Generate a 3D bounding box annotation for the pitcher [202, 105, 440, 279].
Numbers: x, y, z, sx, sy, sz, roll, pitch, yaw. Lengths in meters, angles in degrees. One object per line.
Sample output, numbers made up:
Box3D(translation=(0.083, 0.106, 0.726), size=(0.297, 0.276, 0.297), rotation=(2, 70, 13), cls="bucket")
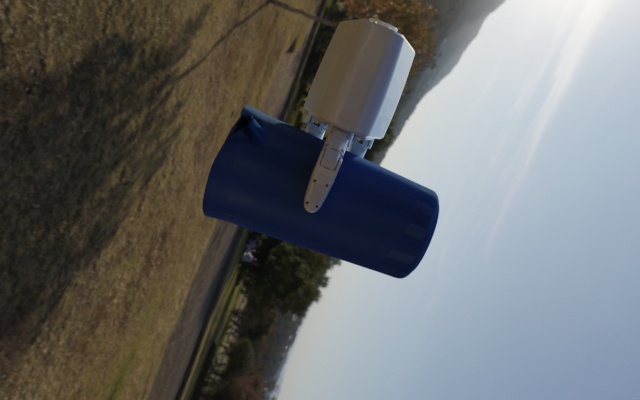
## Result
Box3D(translation=(0.000, 0.002, 0.548), size=(0.243, 0.145, 0.149), rotation=(22, 12, -1), cls="pitcher")
